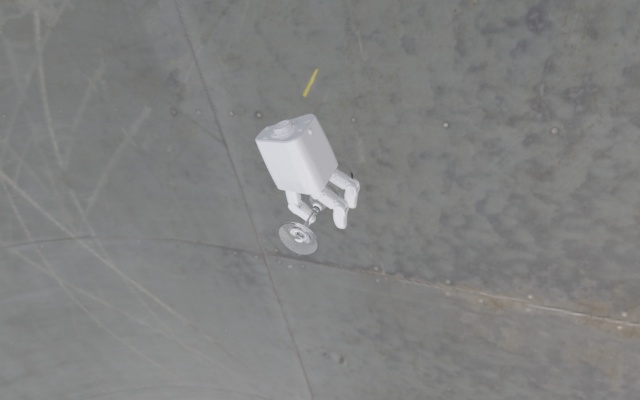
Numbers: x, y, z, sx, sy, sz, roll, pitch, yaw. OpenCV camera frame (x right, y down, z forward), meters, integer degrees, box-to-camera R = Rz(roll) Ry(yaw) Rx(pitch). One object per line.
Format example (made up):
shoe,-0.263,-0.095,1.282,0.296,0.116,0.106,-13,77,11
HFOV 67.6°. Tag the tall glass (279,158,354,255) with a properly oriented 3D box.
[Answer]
tall glass,0.000,0.003,0.878,0.079,0.079,0.201,0,39,30
